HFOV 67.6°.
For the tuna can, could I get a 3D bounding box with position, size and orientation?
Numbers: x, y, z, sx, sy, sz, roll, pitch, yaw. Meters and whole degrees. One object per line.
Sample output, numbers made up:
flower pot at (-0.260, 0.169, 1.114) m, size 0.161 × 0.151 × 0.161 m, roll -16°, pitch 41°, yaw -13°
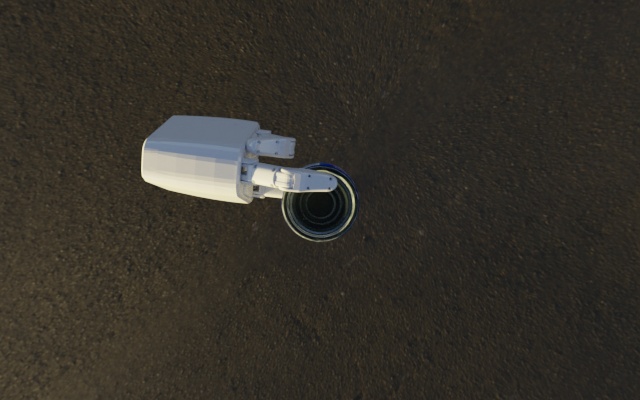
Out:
tuna can at (0.000, 0.002, 0.527) m, size 0.086 × 0.086 × 0.033 m, roll 0°, pitch 8°, yaw 0°
